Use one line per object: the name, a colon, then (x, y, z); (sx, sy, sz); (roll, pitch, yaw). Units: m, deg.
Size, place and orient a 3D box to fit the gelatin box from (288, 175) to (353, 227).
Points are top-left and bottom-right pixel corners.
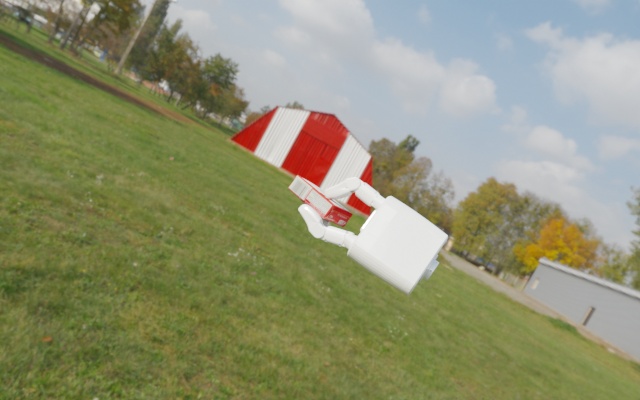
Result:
gelatin box: (0.000, 0.002, 0.768); (0.089, 0.030, 0.073); (40, 6, 28)
